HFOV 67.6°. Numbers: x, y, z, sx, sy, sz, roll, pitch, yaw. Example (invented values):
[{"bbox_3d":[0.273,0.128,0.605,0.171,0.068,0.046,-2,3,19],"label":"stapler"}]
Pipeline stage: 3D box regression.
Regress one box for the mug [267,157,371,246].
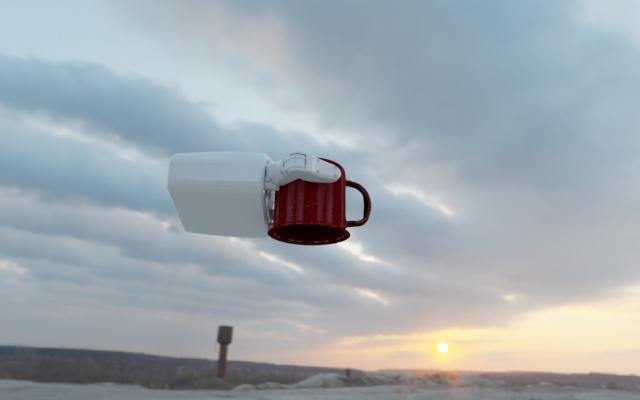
[{"bbox_3d":[0.002,0.002,0.548,0.117,0.081,0.093,2,-19,0],"label":"mug"}]
